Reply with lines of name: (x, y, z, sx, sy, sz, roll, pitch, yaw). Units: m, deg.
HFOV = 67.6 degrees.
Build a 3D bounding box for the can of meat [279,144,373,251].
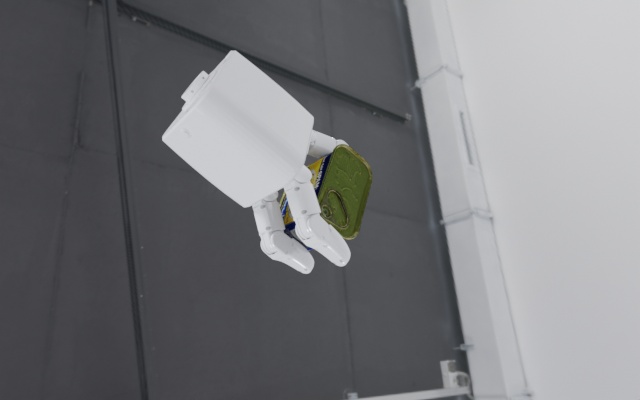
can of meat: (0.000, 0.002, 0.507, 0.057, 0.102, 0.084, 37, -39, -25)
